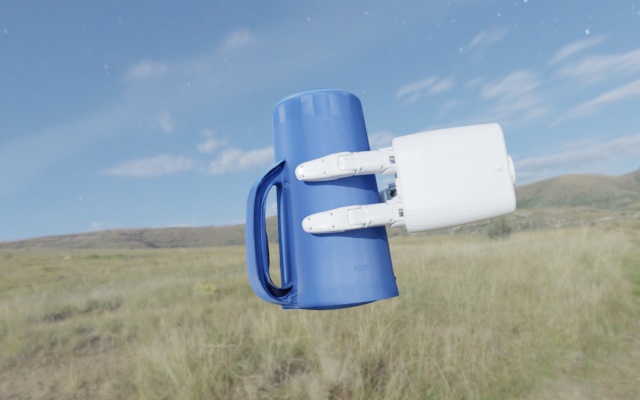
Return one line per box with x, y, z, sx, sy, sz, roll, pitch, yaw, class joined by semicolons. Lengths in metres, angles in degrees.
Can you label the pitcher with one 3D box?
0.000;0.002;0.546;0.145;0.242;0.149;-9;-9;11;pitcher
